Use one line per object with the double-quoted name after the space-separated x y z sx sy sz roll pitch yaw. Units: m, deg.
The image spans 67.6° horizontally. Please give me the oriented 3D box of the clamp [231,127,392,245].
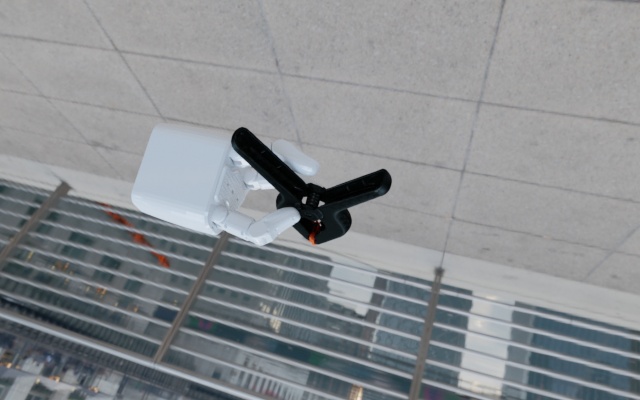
0.000 0.003 0.538 0.164 0.036 0.210 16 -25 16 "clamp"
